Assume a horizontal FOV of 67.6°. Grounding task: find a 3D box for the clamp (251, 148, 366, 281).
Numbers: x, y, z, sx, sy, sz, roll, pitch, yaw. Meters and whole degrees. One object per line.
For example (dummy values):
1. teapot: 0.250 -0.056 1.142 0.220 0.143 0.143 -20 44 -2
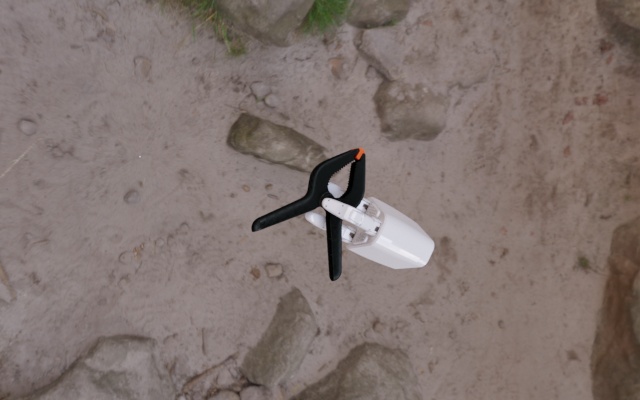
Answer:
1. clamp: 0.001 0.002 0.748 0.164 0.210 0.036 27 -5 -18
